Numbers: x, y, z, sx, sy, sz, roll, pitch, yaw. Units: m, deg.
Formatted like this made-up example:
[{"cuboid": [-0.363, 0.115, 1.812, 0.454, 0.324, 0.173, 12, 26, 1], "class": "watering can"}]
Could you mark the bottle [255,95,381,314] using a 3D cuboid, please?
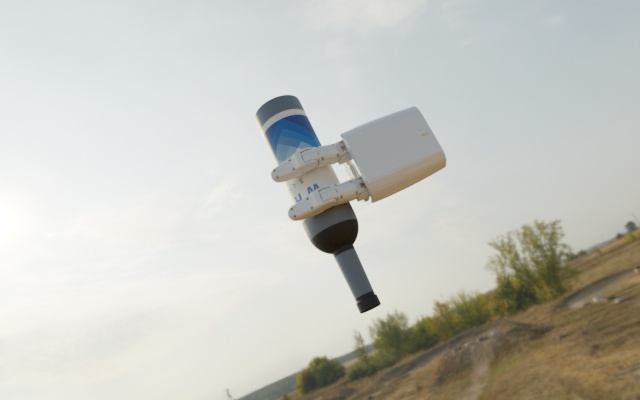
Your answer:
[{"cuboid": [0.000, 0.002, 0.610, 0.069, 0.295, 0.069, -22, -19, -8], "class": "bottle"}]
